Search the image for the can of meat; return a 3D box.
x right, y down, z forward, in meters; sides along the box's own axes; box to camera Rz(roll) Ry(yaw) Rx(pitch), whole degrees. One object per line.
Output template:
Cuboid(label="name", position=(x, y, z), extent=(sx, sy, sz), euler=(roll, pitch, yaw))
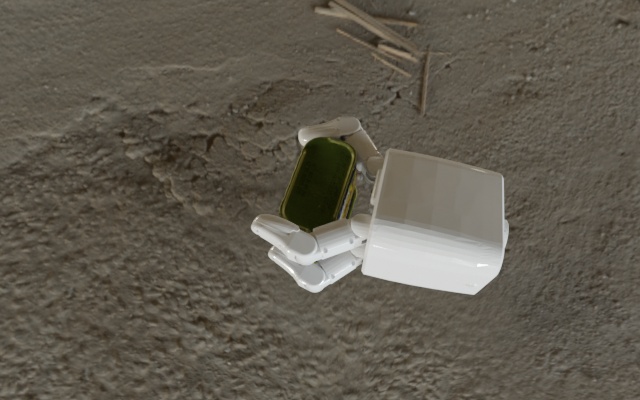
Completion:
Cuboid(label="can of meat", position=(0.000, 0.001, 0.456), extent=(0.057, 0.102, 0.084), euler=(15, -23, 8))
